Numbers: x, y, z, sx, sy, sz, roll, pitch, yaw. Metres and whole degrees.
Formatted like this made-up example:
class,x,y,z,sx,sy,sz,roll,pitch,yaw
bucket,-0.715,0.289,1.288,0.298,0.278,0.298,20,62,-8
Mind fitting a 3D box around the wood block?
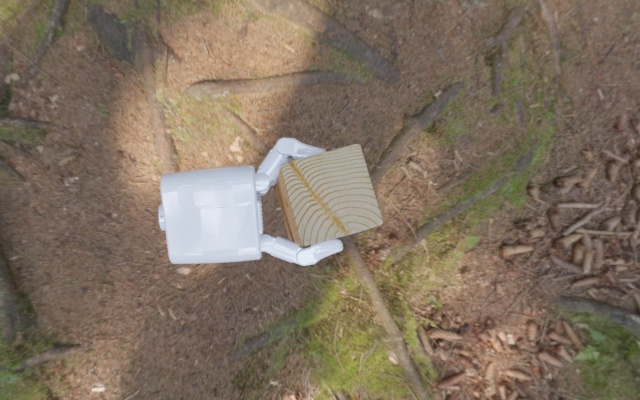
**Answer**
class,x,y,z,sx,sy,sz,roll,pitch,yaw
wood block,0.000,0.002,0.592,0.090,0.091,0.206,-15,-2,-7
